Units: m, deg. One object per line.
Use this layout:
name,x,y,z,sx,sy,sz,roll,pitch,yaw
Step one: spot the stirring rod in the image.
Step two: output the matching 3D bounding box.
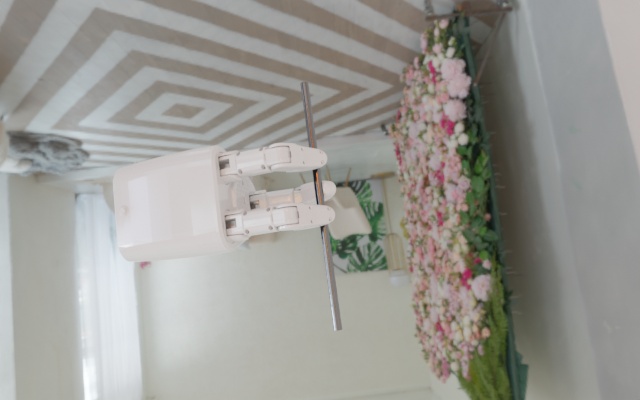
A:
stirring rod,0.000,0.001,0.457,0.011,0.239,0.011,-8,-8,-1
